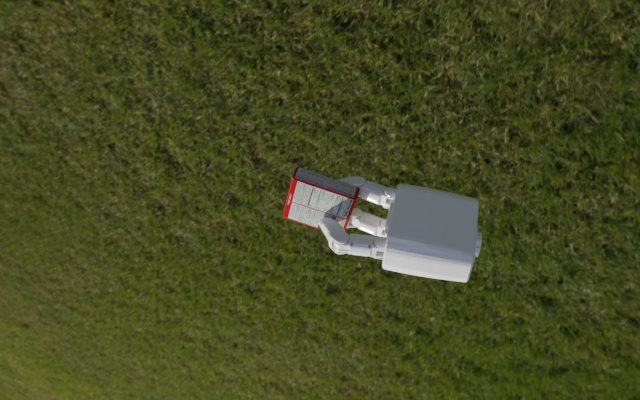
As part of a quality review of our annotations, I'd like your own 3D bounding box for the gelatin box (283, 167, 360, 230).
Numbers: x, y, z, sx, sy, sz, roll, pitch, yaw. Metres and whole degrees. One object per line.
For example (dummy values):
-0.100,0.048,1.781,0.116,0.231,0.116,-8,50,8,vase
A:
0.000,0.002,0.638,0.089,0.073,0.030,18,42,0,gelatin box
